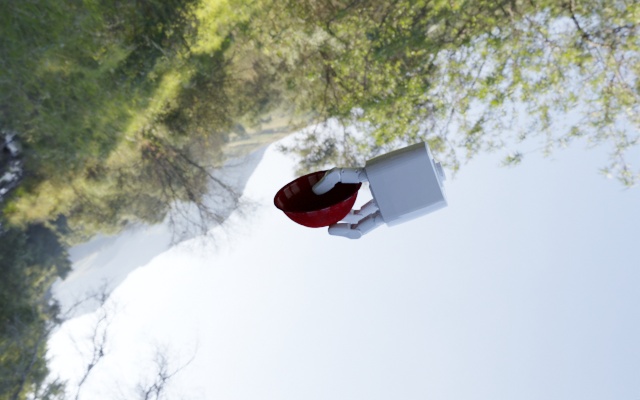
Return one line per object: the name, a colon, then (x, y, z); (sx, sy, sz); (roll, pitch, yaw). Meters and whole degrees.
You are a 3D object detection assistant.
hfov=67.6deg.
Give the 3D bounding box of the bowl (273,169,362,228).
bowl: (-0.001, 0.003, 0.847); (0.162, 0.055, 0.162); (-12, 26, 6)
